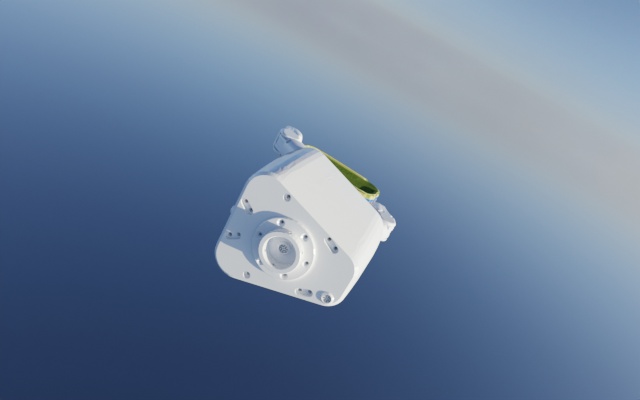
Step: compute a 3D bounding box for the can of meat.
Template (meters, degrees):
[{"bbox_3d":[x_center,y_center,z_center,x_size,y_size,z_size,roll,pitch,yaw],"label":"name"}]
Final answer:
[{"bbox_3d":[0.000,0.001,0.503,0.102,0.084,0.057,32,20,10],"label":"can of meat"}]
